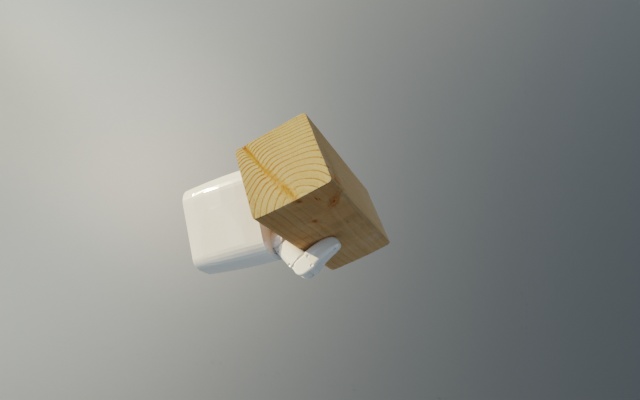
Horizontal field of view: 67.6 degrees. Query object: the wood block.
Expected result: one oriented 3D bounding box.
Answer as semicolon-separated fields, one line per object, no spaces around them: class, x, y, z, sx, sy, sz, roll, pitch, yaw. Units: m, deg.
wood block;0.000;0.002;0.563;0.090;0.090;0.206;-27;-30;13
